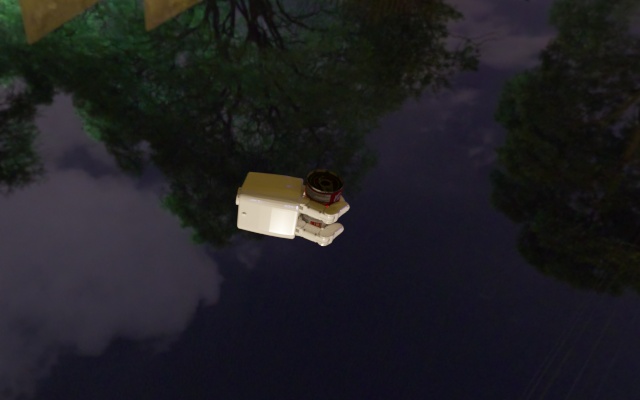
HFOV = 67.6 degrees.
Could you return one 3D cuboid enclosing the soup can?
[{"bbox_3d":[0.001,0.003,0.879,0.068,0.102,0.068,7,38,-6],"label":"soup can"}]
